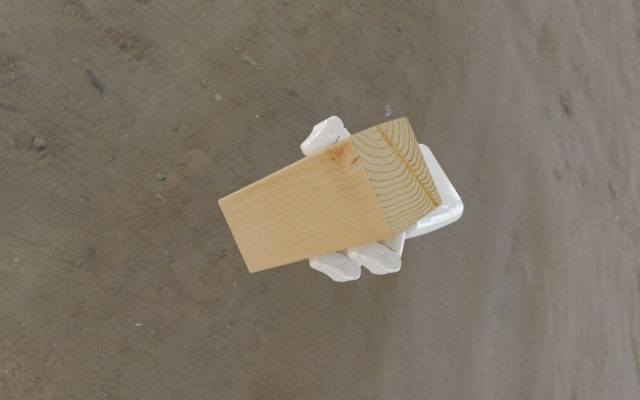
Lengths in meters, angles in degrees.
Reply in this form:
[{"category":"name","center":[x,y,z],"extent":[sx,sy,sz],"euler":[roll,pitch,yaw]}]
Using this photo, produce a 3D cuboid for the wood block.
[{"category":"wood block","center":[0.000,0.001,0.481],"extent":[0.206,0.091,0.090],"euler":[-21,4,45]}]
